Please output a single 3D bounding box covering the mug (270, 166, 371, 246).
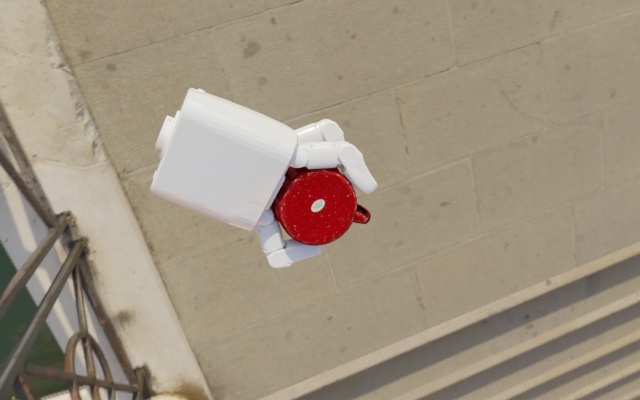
[{"bbox_3d":[0.001,0.002,0.509,0.117,0.093,0.081,21,9,-19],"label":"mug"}]
